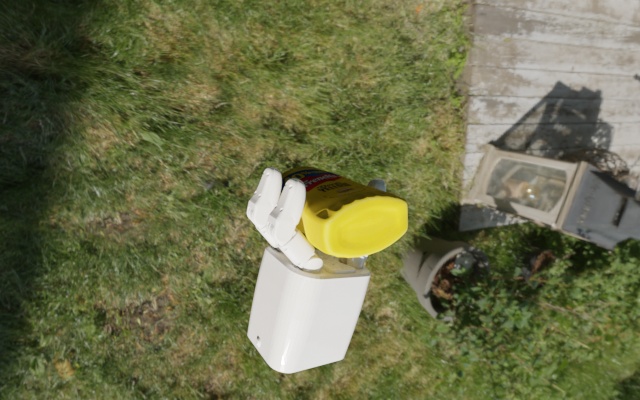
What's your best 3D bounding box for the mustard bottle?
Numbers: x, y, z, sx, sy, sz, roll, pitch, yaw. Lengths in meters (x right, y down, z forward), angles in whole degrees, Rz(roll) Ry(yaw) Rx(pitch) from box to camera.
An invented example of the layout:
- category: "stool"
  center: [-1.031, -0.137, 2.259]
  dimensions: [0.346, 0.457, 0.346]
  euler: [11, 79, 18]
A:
- category: "mustard bottle"
  center: [0.000, 0.001, 0.513]
  dimensions: [0.096, 0.058, 0.191]
  euler: [-15, 21, -25]
